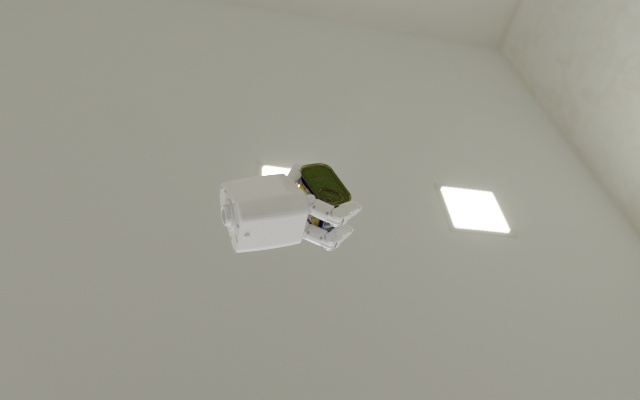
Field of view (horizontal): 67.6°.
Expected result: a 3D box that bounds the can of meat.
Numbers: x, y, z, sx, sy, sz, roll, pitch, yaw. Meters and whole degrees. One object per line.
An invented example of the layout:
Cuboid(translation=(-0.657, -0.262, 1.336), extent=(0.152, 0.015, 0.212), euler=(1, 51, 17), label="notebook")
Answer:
Cuboid(translation=(0.000, 0.003, 0.789), extent=(0.057, 0.084, 0.102), euler=(-11, 46, -27), label="can of meat")
